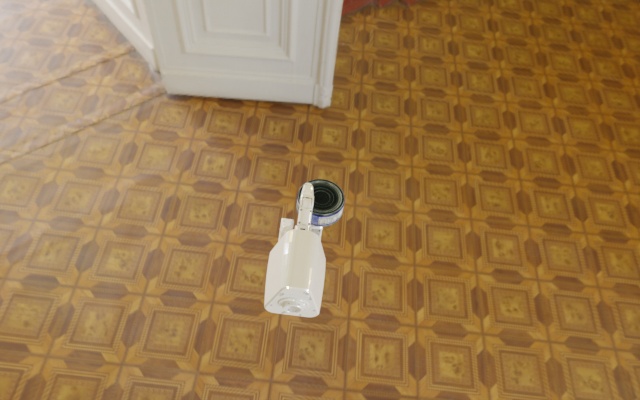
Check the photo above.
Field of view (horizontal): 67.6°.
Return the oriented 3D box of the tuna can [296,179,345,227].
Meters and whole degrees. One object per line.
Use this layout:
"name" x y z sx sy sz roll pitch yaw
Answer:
"tuna can" 0.000 0.002 0.853 0.086 0.086 0.034 0 -39 -7
